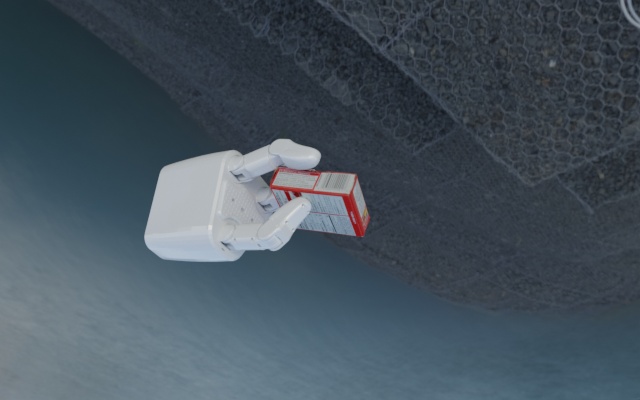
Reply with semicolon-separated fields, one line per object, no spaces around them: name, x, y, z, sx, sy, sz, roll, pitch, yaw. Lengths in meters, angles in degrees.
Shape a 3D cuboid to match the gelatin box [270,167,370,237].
gelatin box;0.000;0.002;0.493;0.089;0.030;0.073;6;-35;23
